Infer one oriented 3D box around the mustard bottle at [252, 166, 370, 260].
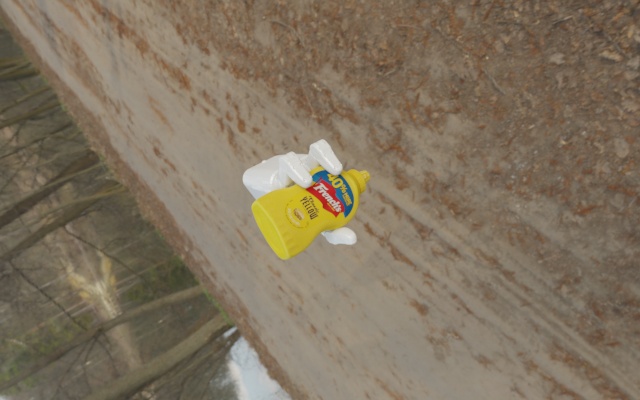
[{"bbox_3d":[0.000,0.002,0.710,0.191,0.096,0.058,-30,-3,-29],"label":"mustard bottle"}]
